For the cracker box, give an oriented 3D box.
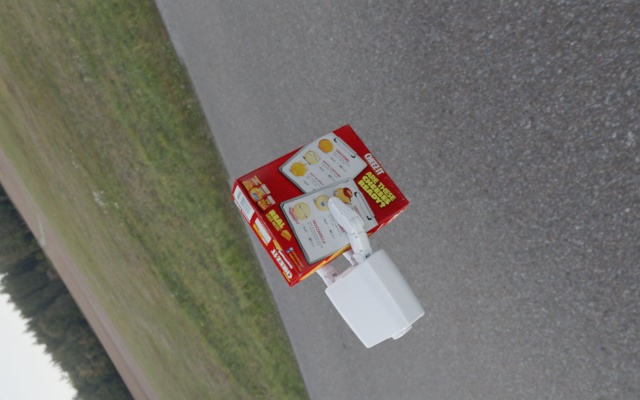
[{"bbox_3d":[0.000,0.002,0.716,0.213,0.164,0.072,-30,-13,-28],"label":"cracker box"}]
